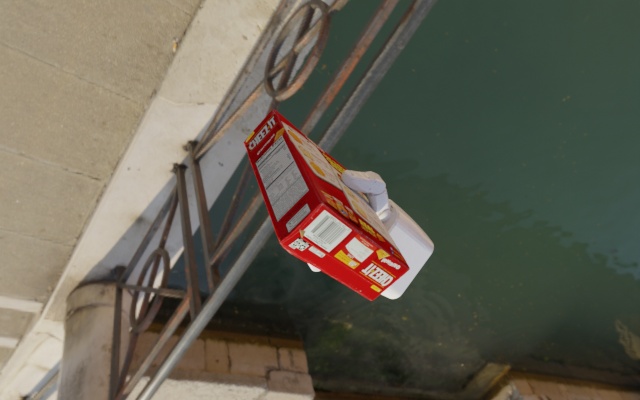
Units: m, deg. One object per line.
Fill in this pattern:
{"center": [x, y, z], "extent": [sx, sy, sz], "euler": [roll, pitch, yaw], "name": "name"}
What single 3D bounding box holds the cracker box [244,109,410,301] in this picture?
{"center": [0.000, 0.002, 0.589], "extent": [0.164, 0.072, 0.213], "euler": [36, 16, -37], "name": "cracker box"}
